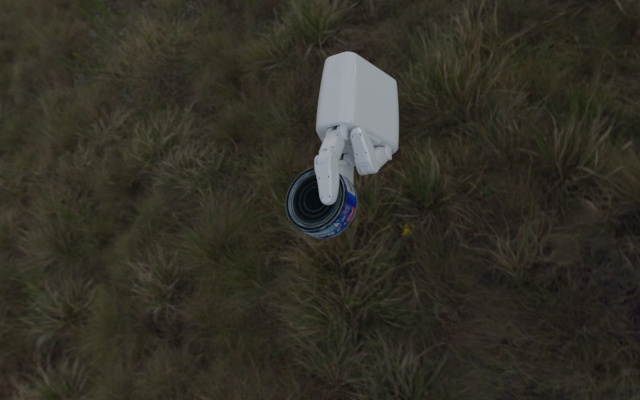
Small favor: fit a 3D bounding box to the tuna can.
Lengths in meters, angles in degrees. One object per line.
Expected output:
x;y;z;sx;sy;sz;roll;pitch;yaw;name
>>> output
0.000;0.002;0.585;0.086;0.086;0.034;0;-17;30;tuna can
